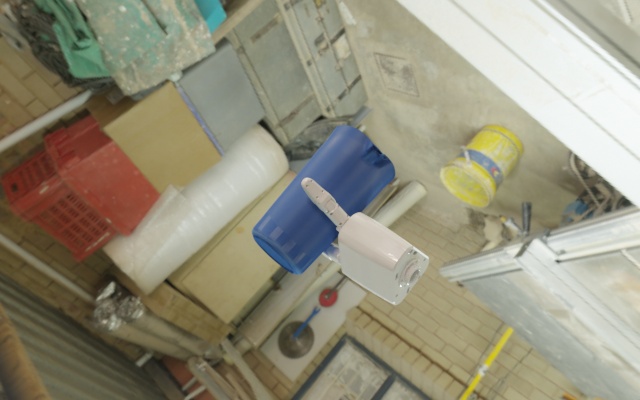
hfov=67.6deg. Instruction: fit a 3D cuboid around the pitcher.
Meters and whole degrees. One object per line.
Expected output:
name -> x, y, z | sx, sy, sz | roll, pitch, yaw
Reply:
pitcher -> 0.000, 0.003, 0.804 | 0.145, 0.242, 0.149 | 31, -20, 34
